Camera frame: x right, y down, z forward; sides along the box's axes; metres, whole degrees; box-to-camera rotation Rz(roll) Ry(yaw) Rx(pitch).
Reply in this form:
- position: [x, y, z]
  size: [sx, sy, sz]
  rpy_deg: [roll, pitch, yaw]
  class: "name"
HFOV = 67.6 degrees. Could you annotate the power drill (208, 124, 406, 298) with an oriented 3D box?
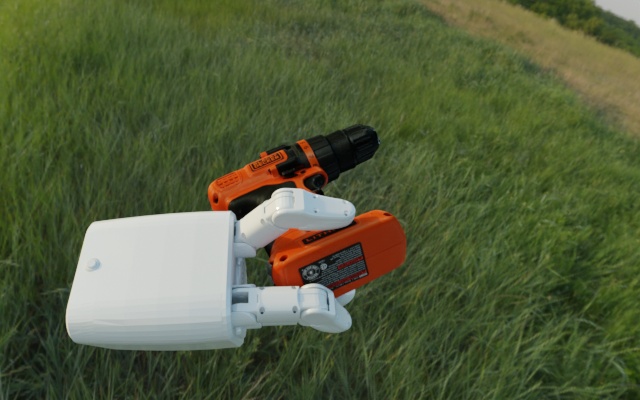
- position: [0.000, 0.002, 0.431]
  size: [0.184, 0.057, 0.187]
  rpy_deg: [-25, 34, -8]
  class: "power drill"
